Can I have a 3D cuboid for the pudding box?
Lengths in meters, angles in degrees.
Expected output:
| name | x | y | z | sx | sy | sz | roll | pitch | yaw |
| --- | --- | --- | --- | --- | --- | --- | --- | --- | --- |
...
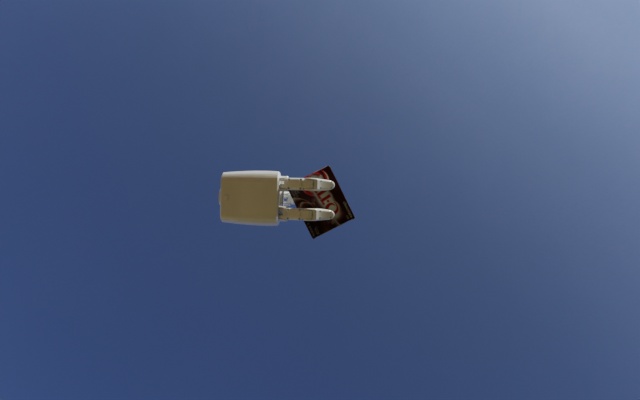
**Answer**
| name | x | y | z | sx | sy | sz | roll | pitch | yaw |
| --- | --- | --- | --- | --- | --- | --- | --- | --- | --- |
| pudding box | 0.000 | 0.003 | 0.900 | 0.090 | 0.113 | 0.039 | -27 | 2 | -3 |
